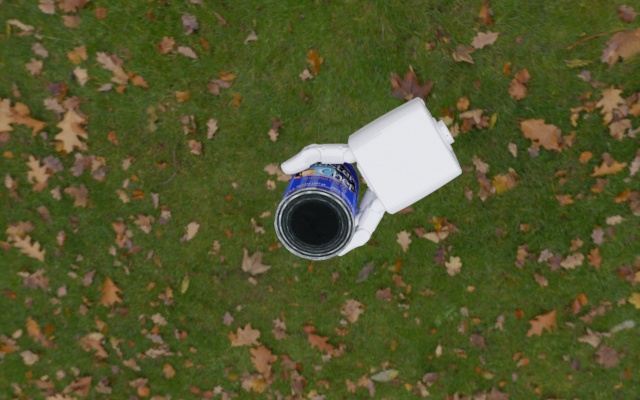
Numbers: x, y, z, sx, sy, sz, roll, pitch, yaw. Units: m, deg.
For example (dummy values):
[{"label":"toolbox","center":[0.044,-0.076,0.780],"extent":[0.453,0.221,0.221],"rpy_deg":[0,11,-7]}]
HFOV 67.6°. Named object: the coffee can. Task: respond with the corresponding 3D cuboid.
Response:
[{"label":"coffee can","center":[0.000,0.002,0.660],"extent":[0.103,0.103,0.140],"rpy_deg":[0,25,7]}]
